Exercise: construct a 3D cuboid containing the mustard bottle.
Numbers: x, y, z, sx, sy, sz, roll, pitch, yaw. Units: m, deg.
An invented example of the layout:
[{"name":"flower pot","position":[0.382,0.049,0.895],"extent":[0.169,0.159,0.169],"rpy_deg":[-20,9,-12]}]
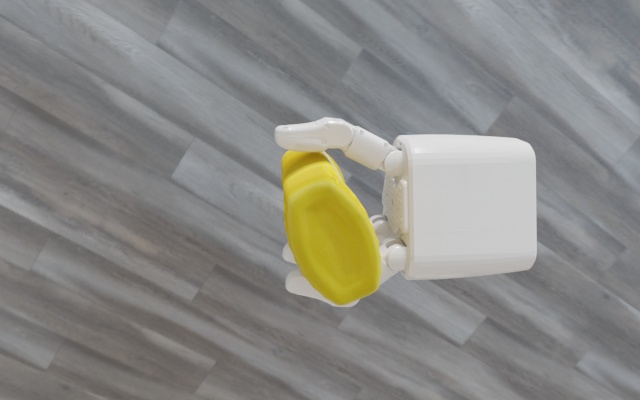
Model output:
[{"name":"mustard bottle","position":[0.000,0.001,0.405],"extent":[0.058,0.096,0.191],"rpy_deg":[-25,19,2]}]
